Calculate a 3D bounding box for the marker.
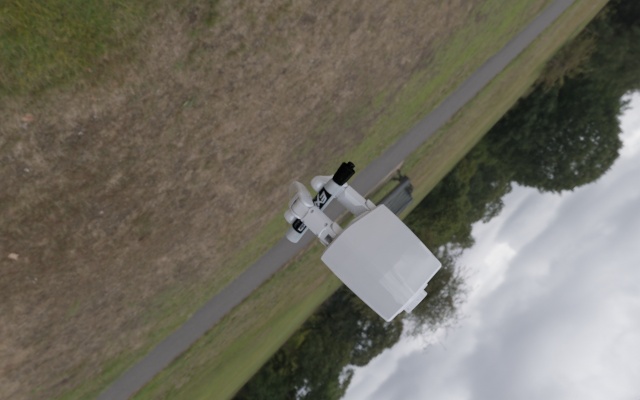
[{"bbox_3d":[0.000,0.002,0.563,0.020,0.121,0.020,34,21,-15],"label":"marker"}]
